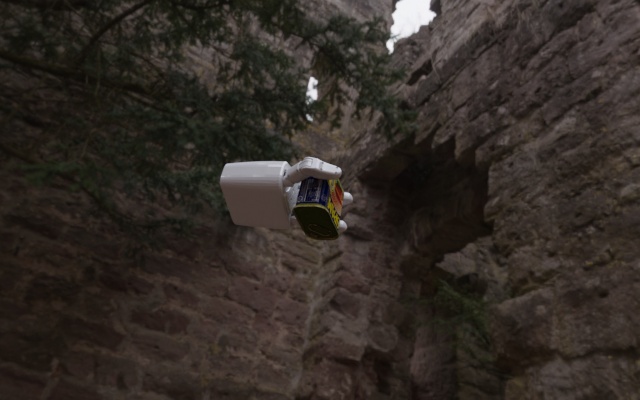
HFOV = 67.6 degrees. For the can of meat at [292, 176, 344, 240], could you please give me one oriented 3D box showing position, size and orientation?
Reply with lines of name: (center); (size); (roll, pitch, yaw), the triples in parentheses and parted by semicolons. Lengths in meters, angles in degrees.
can of meat: (0.000, 0.002, 0.761); (0.057, 0.084, 0.102); (-1, -34, 18)
